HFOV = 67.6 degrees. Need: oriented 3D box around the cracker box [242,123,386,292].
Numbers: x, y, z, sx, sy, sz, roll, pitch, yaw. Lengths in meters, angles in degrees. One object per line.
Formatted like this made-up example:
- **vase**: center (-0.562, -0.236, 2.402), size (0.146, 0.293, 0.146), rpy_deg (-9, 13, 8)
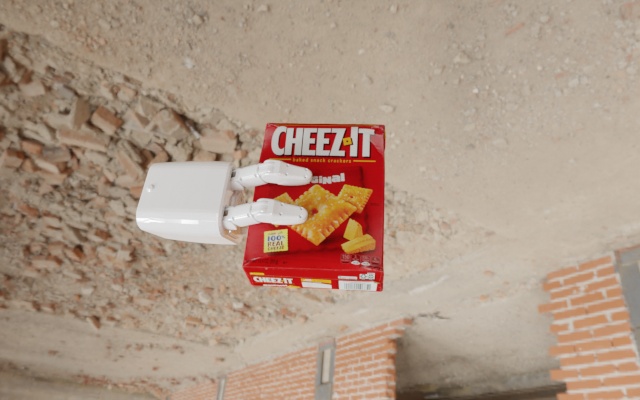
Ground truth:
- **cracker box**: center (0.000, 0.002, 0.609), size (0.164, 0.213, 0.072), rpy_deg (2, -30, 5)
